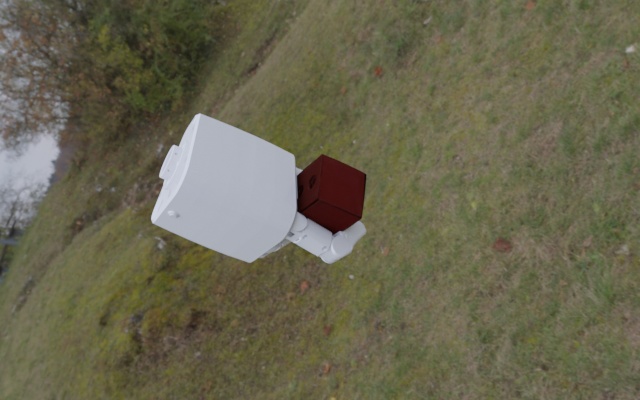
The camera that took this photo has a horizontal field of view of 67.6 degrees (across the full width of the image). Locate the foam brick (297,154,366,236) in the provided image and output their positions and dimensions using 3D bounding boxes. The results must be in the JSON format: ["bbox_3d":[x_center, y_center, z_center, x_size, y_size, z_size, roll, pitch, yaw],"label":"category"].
[{"bbox_3d":[0.000,0.001,0.467,0.051,0.053,0.078,25,-37,-24],"label":"foam brick"}]
